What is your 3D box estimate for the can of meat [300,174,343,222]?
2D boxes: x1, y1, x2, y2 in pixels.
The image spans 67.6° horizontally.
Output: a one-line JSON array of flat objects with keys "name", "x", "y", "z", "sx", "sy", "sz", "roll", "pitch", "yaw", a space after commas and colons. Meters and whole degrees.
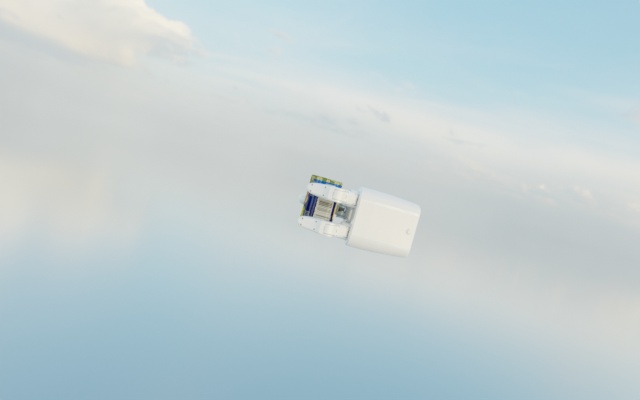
[{"name": "can of meat", "x": 0.000, "y": 0.002, "z": 0.808, "sx": 0.057, "sy": 0.084, "sz": 0.102, "roll": 15, "pitch": 3, "yaw": -4}]
